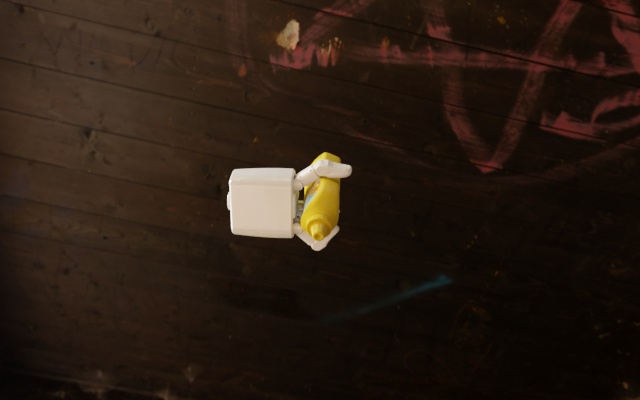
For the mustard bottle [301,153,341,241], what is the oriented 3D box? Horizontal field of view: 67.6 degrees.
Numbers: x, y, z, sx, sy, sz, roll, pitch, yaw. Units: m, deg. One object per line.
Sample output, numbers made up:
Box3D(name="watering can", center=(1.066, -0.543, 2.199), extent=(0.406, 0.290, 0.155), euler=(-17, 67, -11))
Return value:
Box3D(name="mustard bottle", center=(0.000, 0.003, 0.805), extent=(0.058, 0.096, 0.191), euler=(22, 32, -11))
